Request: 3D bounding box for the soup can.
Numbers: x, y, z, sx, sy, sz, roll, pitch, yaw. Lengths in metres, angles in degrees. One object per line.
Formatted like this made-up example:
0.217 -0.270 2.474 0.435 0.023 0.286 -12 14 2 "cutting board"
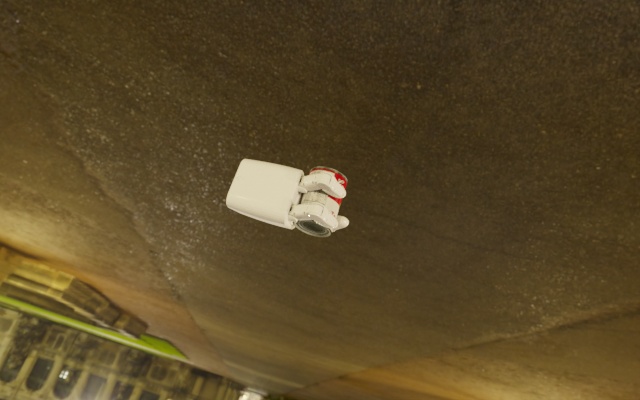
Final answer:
0.001 0.003 0.813 0.068 0.102 0.068 15 -24 7 "soup can"
